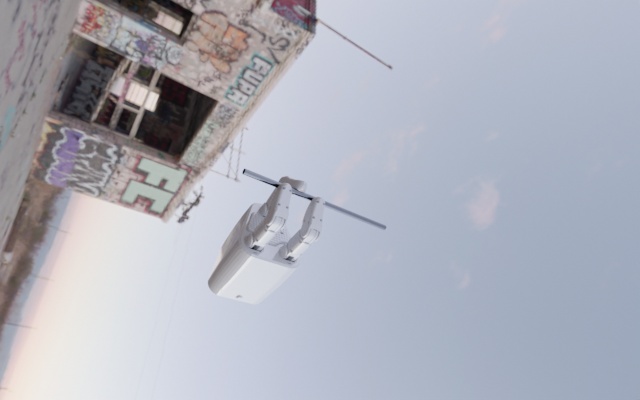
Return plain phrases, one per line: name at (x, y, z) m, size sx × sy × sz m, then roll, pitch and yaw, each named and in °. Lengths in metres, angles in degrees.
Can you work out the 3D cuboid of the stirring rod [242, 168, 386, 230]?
stirring rod at (0.000, 0.002, 0.663) m, size 0.239 × 0.011 × 0.011 m, roll 22°, pitch -11°, yaw -30°
